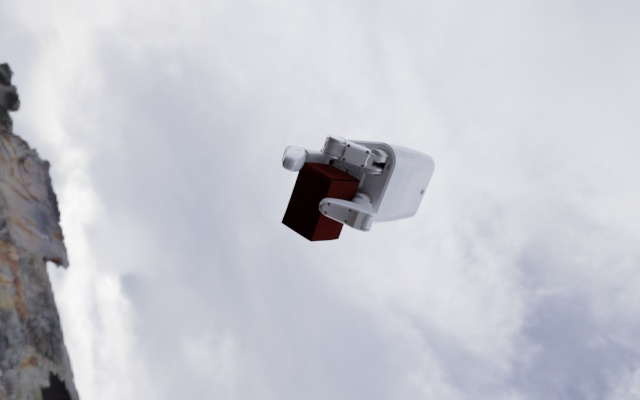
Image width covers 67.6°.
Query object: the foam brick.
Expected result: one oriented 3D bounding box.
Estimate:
[{"bbox_3d":[0.000,0.002,0.549,0.053,0.078,0.051,32,20,36],"label":"foam brick"}]
